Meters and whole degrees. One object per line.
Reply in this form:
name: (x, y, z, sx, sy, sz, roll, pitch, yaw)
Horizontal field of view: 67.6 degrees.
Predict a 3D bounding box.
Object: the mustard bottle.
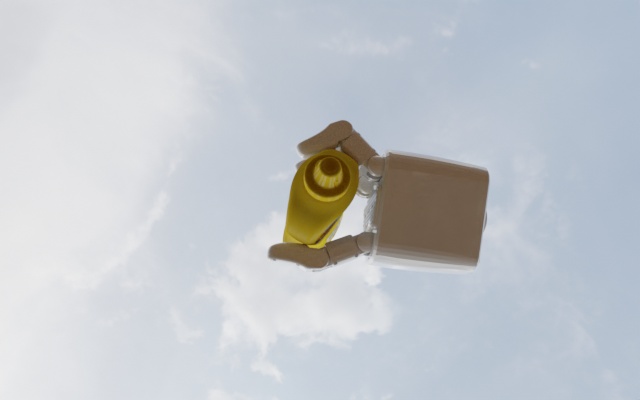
mustard bottle: (0.000, 0.002, 0.481, 0.058, 0.096, 0.192, 32, -18, 5)
